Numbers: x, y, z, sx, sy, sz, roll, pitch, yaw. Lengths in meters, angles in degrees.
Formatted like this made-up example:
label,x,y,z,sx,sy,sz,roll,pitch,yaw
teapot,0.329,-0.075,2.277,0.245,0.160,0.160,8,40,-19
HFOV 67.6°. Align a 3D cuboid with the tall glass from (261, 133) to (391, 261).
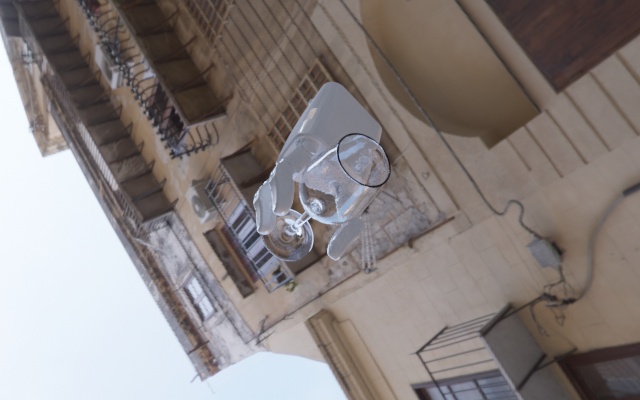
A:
label,x,y,z,sx,sy,sz,roll,pitch,yaw
tall glass,0.000,0.002,0.548,0.079,0.079,0.201,0,-25,-29
